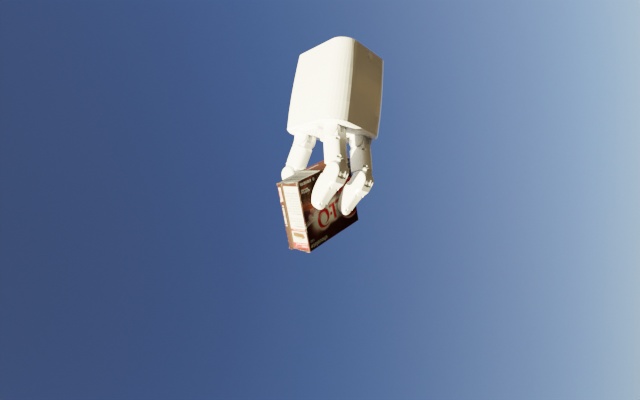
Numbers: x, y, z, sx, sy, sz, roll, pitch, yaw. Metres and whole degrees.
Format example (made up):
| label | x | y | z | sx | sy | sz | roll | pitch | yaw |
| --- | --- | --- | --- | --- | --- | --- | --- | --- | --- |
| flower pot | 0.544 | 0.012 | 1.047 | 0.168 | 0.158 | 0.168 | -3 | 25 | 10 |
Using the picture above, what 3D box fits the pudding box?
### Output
| label | x | y | z | sx | sy | sz | roll | pitch | yaw |
| --- | --- | --- | --- | --- | --- | --- | --- | --- | --- |
| pudding box | 0.000 | 0.002 | 0.607 | 0.039 | 0.090 | 0.113 | 4 | 22 | 40 |
